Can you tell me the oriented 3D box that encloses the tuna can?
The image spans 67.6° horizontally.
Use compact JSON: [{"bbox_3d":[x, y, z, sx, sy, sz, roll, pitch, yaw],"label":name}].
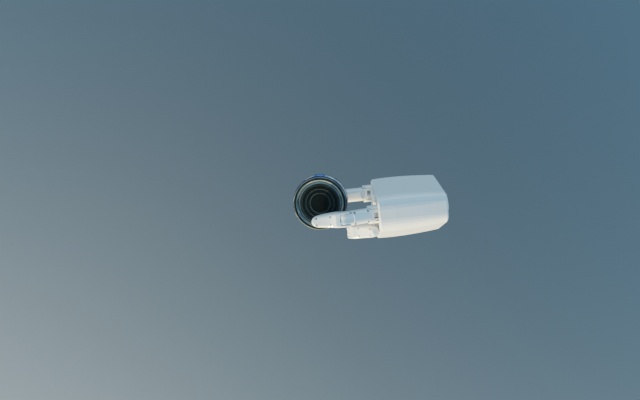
[{"bbox_3d":[0.000,0.003,0.748,0.086,0.086,0.033,0,9,4],"label":"tuna can"}]
